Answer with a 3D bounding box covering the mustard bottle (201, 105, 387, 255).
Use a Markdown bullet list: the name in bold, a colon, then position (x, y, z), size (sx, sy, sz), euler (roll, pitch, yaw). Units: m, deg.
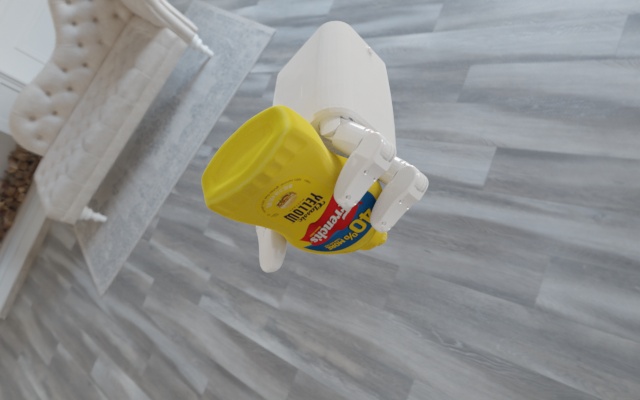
- **mustard bottle**: position (0.000, 0.002, 0.413), size (0.096, 0.058, 0.192), euler (-41, -43, 18)
